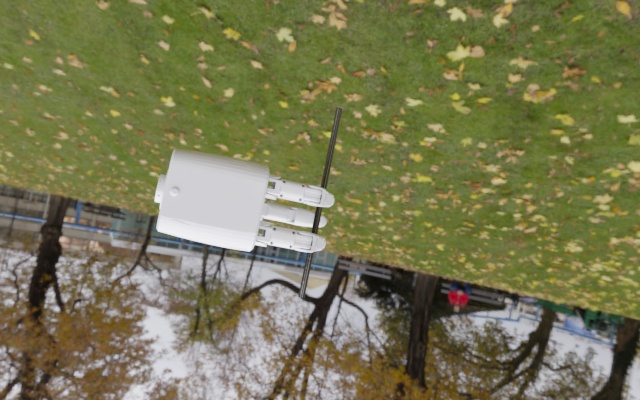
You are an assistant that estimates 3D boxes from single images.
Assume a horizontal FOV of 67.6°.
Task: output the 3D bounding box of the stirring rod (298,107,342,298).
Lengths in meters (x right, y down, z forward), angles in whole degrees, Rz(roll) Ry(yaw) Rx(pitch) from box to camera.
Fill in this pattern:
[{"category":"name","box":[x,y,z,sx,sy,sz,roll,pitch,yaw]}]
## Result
[{"category":"stirring rod","box":[0.000,0.002,0.596,0.011,0.239,0.011,11,-2,1]}]
